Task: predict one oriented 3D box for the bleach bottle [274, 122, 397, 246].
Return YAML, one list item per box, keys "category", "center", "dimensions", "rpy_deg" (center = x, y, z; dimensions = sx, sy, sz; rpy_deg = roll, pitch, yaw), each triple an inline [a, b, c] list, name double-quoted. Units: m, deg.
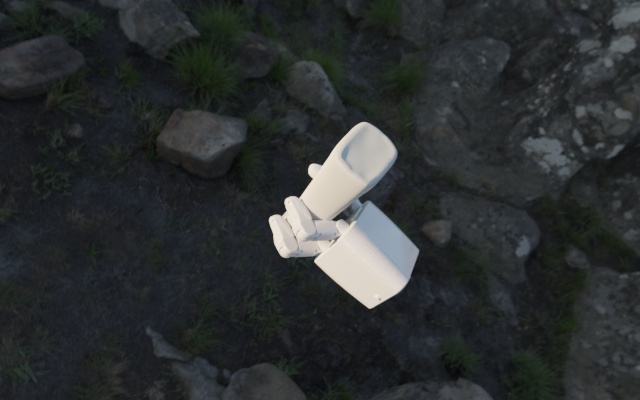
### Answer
- category: "bleach bottle"
  center: [0.000, 0.002, 0.667]
  dimensions: [0.102, 0.068, 0.251]
  rpy_deg: [-48, 1, -41]
